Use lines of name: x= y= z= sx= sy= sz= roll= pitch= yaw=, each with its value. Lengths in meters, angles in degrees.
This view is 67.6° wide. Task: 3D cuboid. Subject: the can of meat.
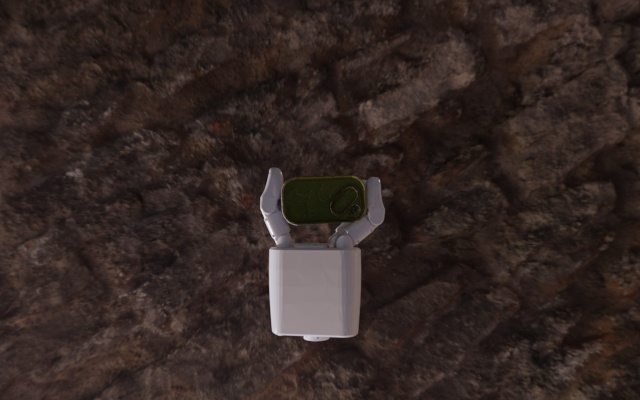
can of meat: x=0.000 y=0.002 z=0.606 sx=0.102 sy=0.057 sz=0.084 roll=-3 pitch=-4 yaw=-7
